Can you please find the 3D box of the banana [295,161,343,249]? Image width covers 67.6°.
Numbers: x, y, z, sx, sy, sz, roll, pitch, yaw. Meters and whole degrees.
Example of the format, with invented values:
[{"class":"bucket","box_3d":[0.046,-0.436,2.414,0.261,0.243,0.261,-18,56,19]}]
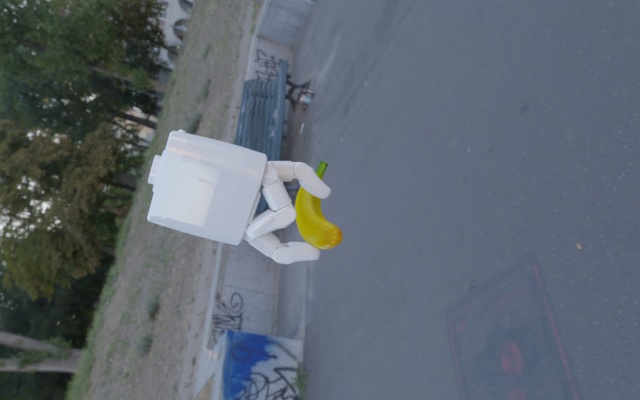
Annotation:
[{"class":"banana","box_3d":[-0.007,0.015,0.635,0.037,0.070,0.197,17,28,-17]}]
